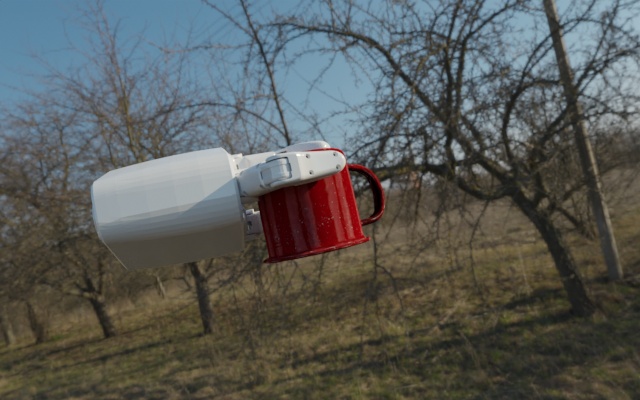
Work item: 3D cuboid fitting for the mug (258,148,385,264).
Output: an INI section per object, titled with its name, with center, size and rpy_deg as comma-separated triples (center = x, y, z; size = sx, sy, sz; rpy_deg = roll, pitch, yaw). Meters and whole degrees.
[mug]
center = 0.001, 0.001, 0.411
size = 0.117, 0.081, 0.093
rpy_deg = -12, -3, -14
